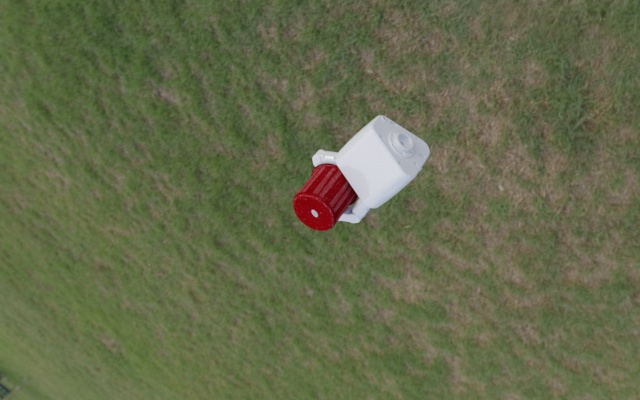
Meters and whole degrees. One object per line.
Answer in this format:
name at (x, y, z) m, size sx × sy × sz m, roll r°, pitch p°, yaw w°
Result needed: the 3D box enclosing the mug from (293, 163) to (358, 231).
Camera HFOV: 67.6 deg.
mug at (-0.001, 0.003, 0.820) m, size 0.117 × 0.093 × 0.081 m, roll -43°, pitch 7°, yaw 50°
